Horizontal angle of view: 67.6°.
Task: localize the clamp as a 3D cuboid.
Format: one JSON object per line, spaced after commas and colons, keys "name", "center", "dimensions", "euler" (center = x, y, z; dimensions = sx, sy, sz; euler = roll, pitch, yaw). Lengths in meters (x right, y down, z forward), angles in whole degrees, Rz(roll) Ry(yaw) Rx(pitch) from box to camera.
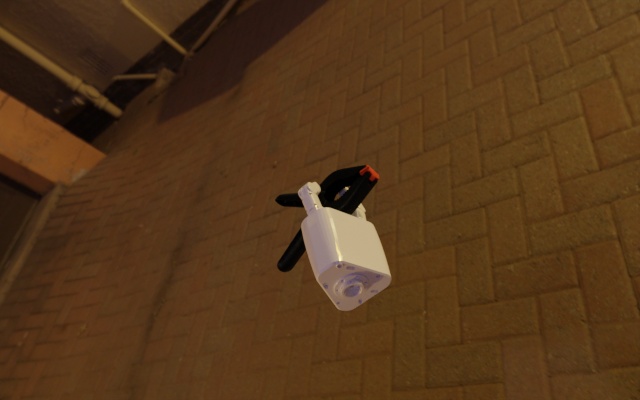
{"name": "clamp", "center": [0.000, 0.002, 0.780], "dimensions": [0.210, 0.164, 0.036], "euler": [-38, -51, 19]}
